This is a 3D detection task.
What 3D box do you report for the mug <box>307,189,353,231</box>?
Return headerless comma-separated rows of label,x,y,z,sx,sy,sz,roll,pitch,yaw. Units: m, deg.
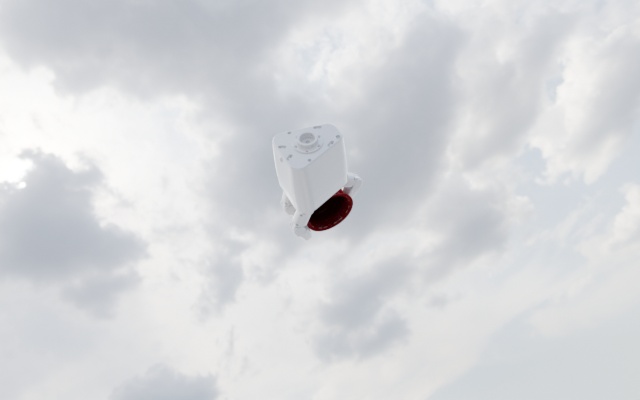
mug,0.000,0.004,0.878,0.093,0.081,0.117,-24,-36,-14
